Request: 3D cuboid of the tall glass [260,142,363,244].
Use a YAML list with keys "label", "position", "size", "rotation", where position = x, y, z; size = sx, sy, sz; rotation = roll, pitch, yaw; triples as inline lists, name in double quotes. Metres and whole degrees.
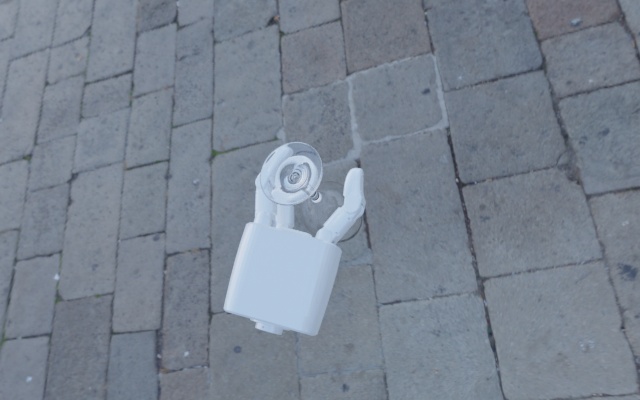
- label: "tall glass"
  position: [0.000, 0.002, 0.606]
  size: [0.079, 0.079, 0.201]
  rotation: [0, -18, 20]
